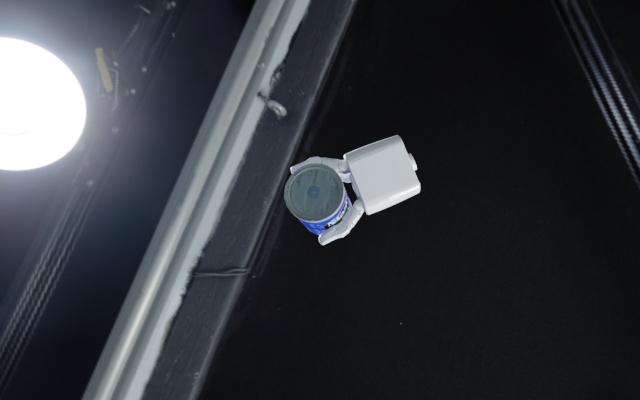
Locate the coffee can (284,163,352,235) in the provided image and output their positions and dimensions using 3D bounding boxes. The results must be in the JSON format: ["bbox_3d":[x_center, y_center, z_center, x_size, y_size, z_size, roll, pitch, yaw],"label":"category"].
[{"bbox_3d":[0.000,0.003,0.870,0.103,0.102,0.140,0,-14,10],"label":"coffee can"}]
